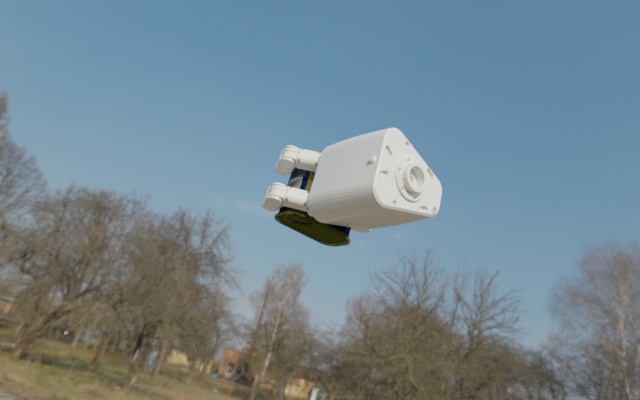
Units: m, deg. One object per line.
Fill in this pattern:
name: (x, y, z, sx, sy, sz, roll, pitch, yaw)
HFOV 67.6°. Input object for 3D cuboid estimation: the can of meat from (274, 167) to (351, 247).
can of meat: (0.000, 0.002, 0.626, 0.102, 0.084, 0.057, 29, -25, -29)
